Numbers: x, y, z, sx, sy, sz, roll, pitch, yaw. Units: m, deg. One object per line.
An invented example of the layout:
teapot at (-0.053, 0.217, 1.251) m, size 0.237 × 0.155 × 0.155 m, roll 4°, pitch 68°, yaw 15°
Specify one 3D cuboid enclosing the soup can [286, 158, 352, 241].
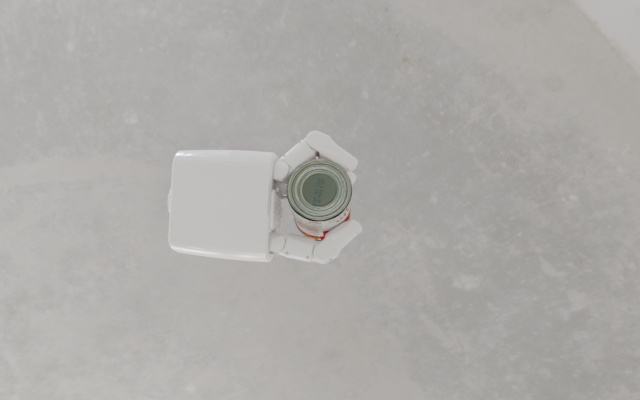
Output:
soup can at (0.001, 0.002, 0.521) m, size 0.068 × 0.068 × 0.102 m, roll 0°, pitch -16°, yaw 2°
